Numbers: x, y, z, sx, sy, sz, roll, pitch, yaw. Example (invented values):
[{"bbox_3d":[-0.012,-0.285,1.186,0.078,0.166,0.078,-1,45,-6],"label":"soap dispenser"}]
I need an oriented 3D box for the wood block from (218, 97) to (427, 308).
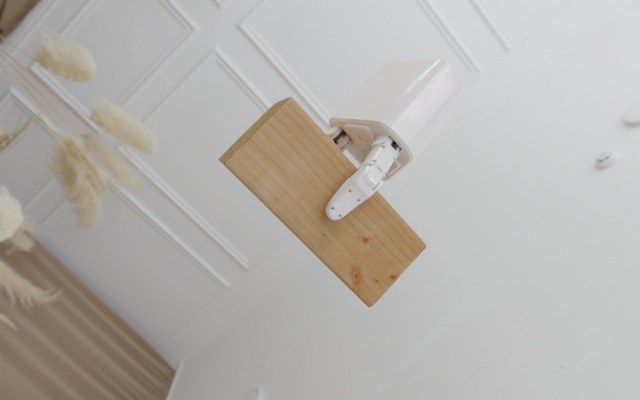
[{"bbox_3d":[0.001,0.001,0.500,0.206,0.090,0.091,46,-6,-16],"label":"wood block"}]
